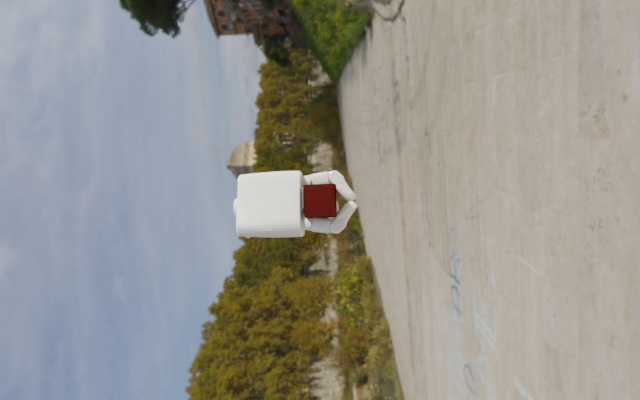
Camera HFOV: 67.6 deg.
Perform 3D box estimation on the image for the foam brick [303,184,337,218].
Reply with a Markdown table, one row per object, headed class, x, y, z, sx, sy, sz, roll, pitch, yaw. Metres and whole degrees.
| class | x | y | z | sx | sy | sz | roll | pitch | yaw |
| --- | --- | --- | --- | --- | --- | --- | --- | --- | --- |
| foam brick | 0.000 | 0.002 | 0.778 | 0.051 | 0.053 | 0.078 | -1 | -4 | 1 |
